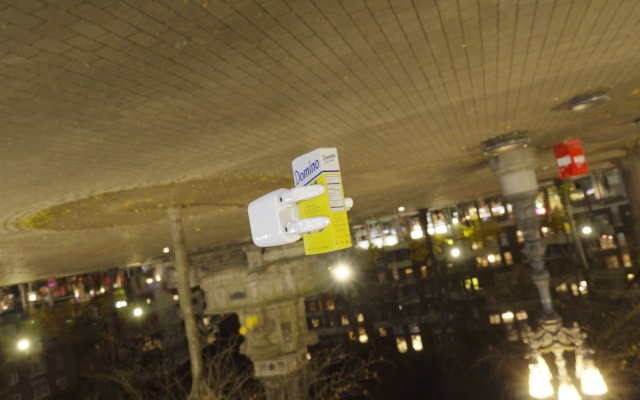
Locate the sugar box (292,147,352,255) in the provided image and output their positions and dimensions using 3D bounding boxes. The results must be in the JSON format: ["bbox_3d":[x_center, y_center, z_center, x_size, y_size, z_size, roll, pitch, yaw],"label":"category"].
[{"bbox_3d":[0.000,0.003,0.843,0.048,0.176,0.093,-7,-7,-37],"label":"sugar box"}]
